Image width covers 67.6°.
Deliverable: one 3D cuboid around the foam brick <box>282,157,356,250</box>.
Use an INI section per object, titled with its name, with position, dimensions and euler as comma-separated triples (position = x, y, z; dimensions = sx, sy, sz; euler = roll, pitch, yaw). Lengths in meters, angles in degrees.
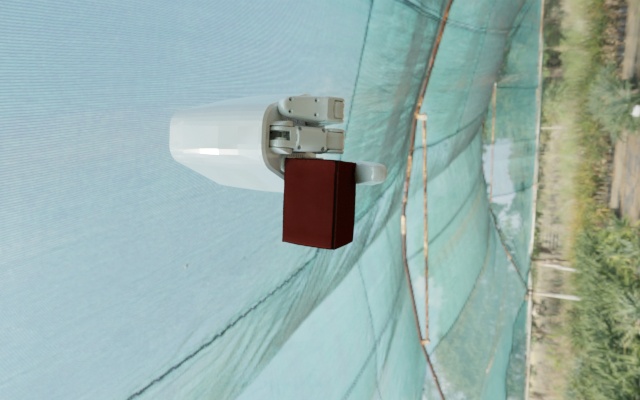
[foam brick]
position = 0.000, 0.002, 0.435
dimensions = 0.051, 0.078, 0.053
euler = 4, 3, 22
